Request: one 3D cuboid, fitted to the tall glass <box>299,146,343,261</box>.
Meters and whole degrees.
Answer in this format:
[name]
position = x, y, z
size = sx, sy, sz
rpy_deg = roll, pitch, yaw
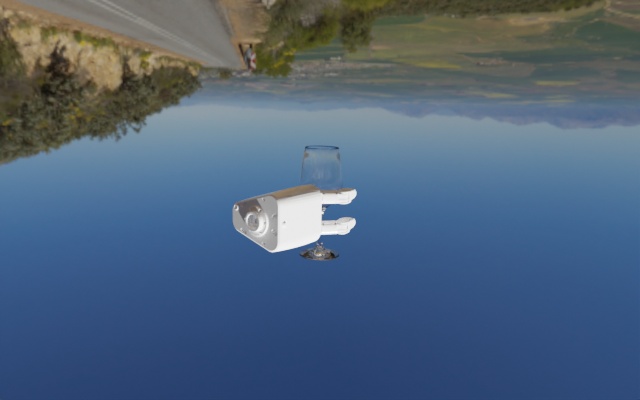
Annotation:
[tall glass]
position = 0.000, 0.003, 0.868
size = 0.079, 0.201, 0.079
rpy_deg = 2, 11, 0
